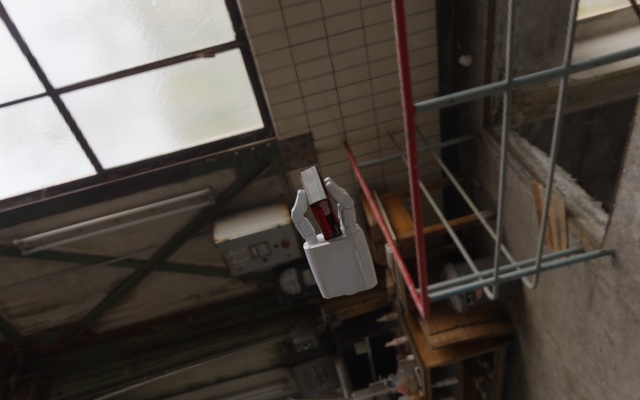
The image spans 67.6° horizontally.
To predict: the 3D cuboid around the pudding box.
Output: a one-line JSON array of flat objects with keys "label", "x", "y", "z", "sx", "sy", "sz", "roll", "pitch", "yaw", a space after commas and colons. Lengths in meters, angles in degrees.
[{"label": "pudding box", "x": 0.000, "y": 0.003, "z": 0.857, "sx": 0.039, "sy": 0.090, "sz": 0.113, "roll": -22, "pitch": 38, "yaw": 0}]
